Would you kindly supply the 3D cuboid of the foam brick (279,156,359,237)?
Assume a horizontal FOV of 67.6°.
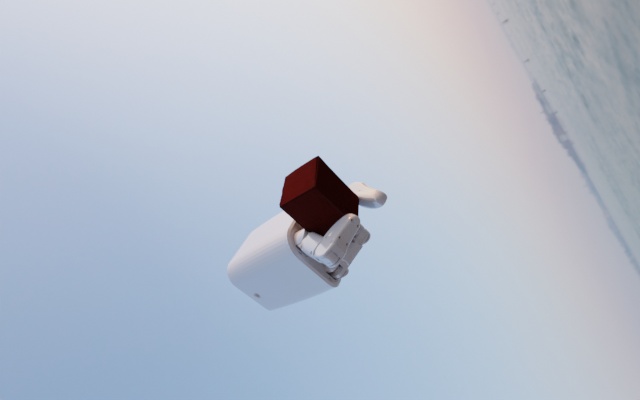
[{"bbox_3d":[0.000,0.001,0.528,0.051,0.053,0.078,-27,-56,28],"label":"foam brick"}]
